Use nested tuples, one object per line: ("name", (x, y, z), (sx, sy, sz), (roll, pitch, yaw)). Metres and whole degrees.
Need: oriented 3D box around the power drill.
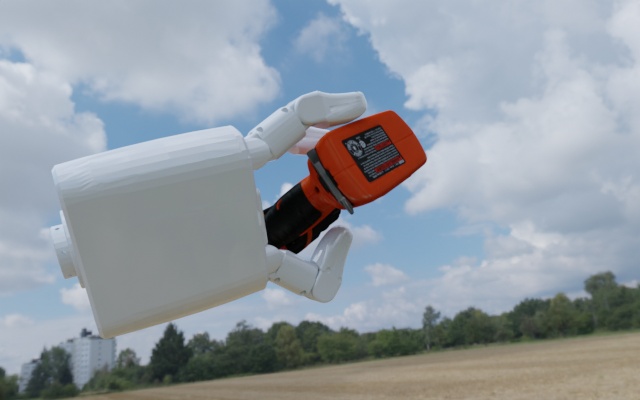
("power drill", (0.000, 0.001, 0.413), (0.184, 0.057, 0.188), (-32, -6, -47))
